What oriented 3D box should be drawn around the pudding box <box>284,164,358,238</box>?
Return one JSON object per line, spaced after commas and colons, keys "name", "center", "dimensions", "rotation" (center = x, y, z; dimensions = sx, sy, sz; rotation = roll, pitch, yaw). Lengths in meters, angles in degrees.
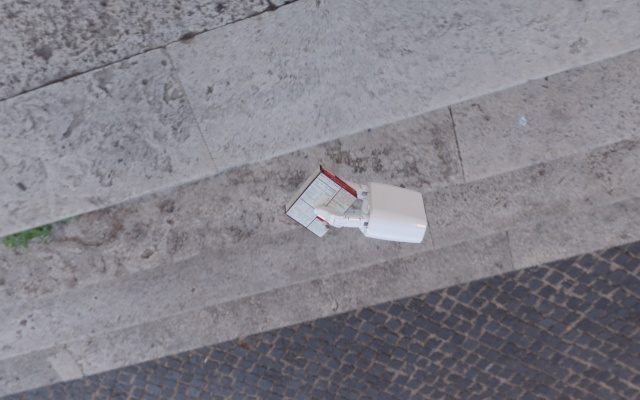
{"name": "pudding box", "center": [0.000, 0.003, 0.888], "dimensions": [0.090, 0.113, 0.039], "rotation": [36, 18, -17]}
